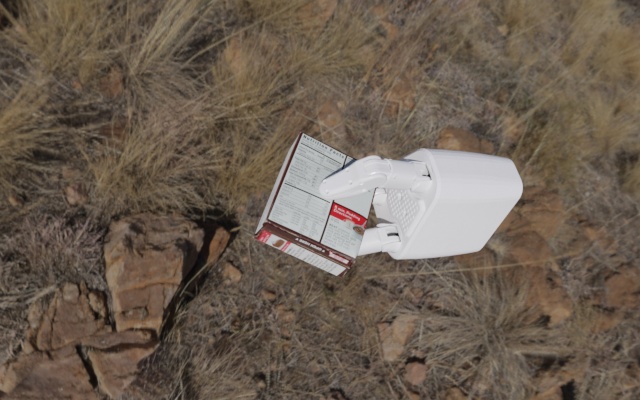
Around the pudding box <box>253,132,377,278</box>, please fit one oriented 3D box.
[{"bbox_3d":[0.000,0.001,0.442,0.090,0.113,0.039,25,-38,-9],"label":"pudding box"}]
